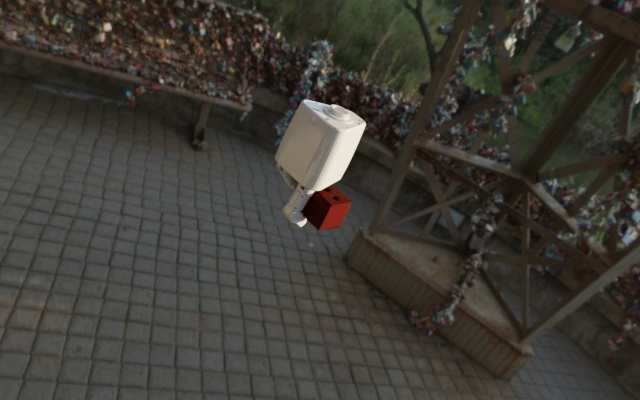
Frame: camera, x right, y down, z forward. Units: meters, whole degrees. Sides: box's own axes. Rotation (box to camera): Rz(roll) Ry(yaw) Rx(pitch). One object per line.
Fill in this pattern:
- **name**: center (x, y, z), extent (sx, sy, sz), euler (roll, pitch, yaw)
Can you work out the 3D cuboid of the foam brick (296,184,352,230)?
- **foam brick**: center (0.000, 0.003, 0.763), extent (0.053, 0.051, 0.078), euler (-8, 43, -49)
